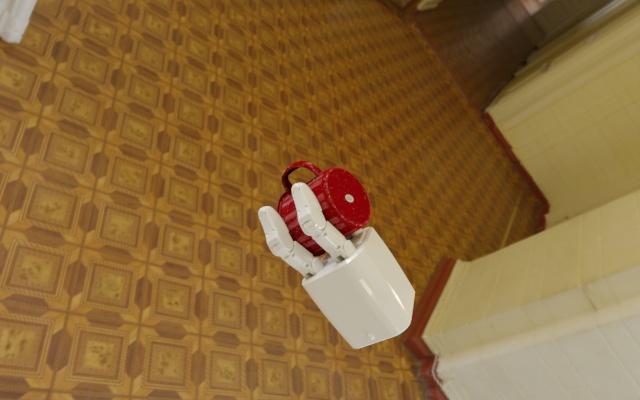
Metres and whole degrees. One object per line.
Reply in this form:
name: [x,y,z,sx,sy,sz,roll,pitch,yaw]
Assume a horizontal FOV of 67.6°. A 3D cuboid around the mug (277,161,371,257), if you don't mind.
mug: [-0.001,0.001,0.585,0.081,0.117,0.093,-32,7,36]
